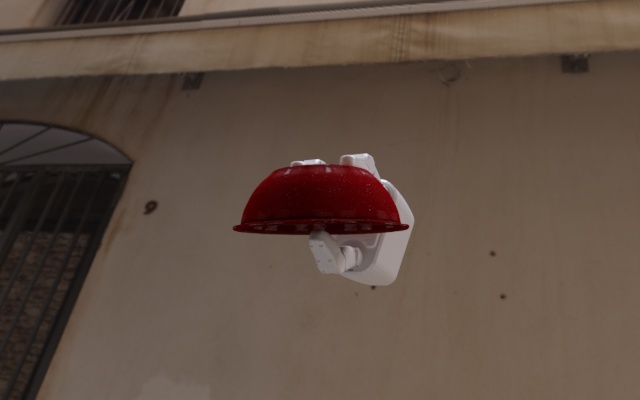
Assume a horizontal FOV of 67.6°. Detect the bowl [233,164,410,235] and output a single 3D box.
[{"bbox_3d":[0.000,0.001,0.443,0.162,0.055,0.162,-1,-7,0],"label":"bowl"}]
